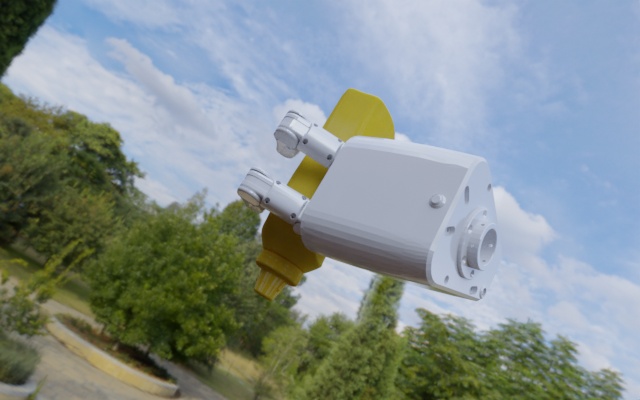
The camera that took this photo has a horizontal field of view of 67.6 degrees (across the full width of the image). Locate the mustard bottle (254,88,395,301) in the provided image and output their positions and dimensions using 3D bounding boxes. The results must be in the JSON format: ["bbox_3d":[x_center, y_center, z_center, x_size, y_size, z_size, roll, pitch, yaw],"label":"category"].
[{"bbox_3d":[0.000,0.001,0.423,0.058,0.191,0.096,25,-19,18],"label":"mustard bottle"}]
